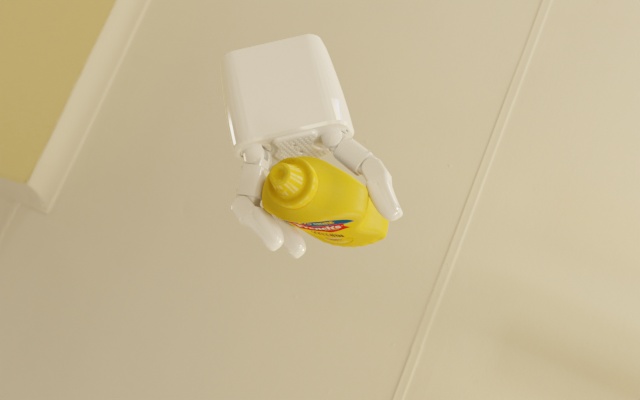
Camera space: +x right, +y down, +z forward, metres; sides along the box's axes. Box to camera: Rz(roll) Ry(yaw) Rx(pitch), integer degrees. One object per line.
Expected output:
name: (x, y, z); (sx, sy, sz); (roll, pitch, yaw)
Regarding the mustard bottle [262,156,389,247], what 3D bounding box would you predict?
mustard bottle: (0.000, 0.002, 0.447); (0.096, 0.058, 0.192); (6, -12, 21)
